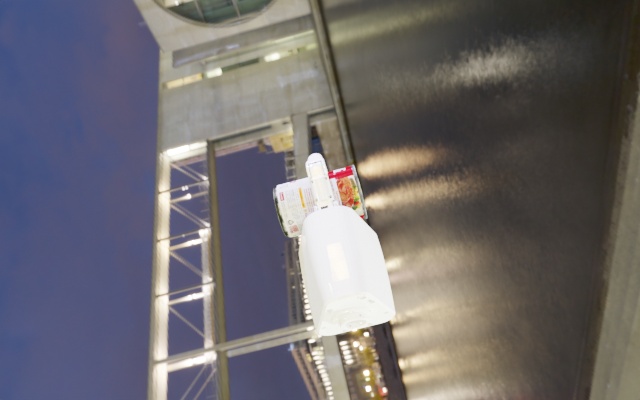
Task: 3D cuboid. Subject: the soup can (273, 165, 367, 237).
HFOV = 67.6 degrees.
[{"bbox_3d":[0.000,0.002,0.587,0.102,0.068,0.068,-15,-1,3],"label":"soup can"}]
